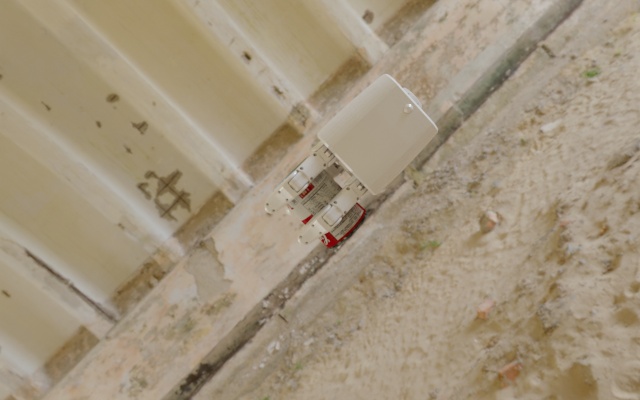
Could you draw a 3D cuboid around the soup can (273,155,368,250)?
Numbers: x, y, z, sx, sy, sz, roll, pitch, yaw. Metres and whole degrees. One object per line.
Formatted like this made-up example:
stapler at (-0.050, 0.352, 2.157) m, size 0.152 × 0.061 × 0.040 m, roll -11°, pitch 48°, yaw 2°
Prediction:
soup can at (0.000, 0.002, 0.591) m, size 0.068 × 0.102 × 0.068 m, roll -43°, pitch 8°, yaw 8°
